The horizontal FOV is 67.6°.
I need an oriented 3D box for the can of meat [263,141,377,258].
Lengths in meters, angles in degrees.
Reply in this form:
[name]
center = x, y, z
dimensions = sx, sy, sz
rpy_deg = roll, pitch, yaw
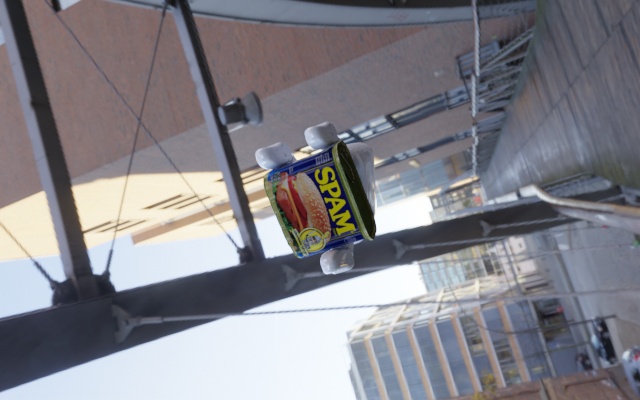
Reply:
[can of meat]
center = 0.000, 0.002, 0.489
dimensions = 0.084, 0.102, 0.057
rpy_deg = -19, 10, 17
